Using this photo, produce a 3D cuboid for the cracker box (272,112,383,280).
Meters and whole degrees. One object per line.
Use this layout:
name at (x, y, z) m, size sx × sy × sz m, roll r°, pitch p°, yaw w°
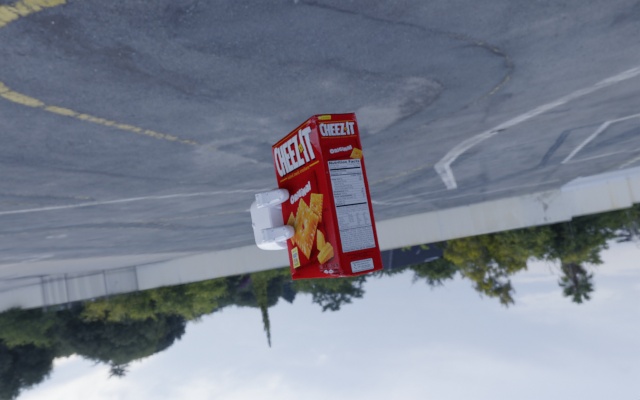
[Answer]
cracker box at (0.000, 0.002, 0.682) m, size 0.072 × 0.213 × 0.164 m, roll -7°, pitch -6°, yaw -28°
